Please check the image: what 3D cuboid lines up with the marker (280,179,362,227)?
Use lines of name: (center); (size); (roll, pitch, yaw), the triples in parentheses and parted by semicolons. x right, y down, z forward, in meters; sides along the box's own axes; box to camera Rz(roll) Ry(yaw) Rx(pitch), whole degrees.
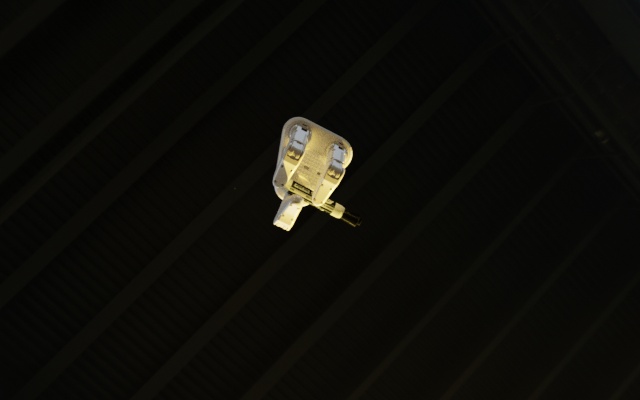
marker: (0.000, 0.002, 0.624); (0.121, 0.020, 0.020); (27, -5, -10)
